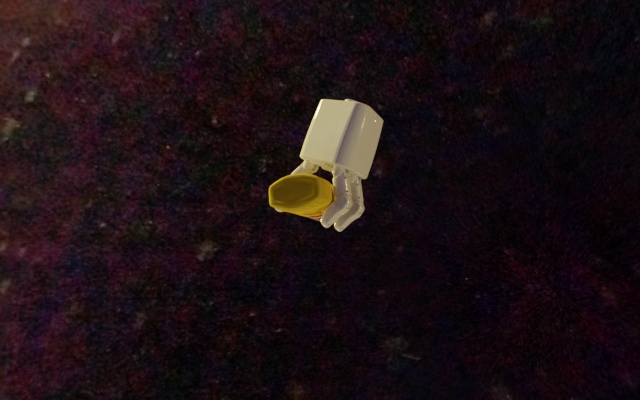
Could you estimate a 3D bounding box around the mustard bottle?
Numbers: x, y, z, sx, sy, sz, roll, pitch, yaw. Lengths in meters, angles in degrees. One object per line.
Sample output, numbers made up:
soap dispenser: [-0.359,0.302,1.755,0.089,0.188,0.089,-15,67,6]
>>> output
mustard bottle: [0.000,0.003,0.808,0.096,0.058,0.192,-11,-14,24]
